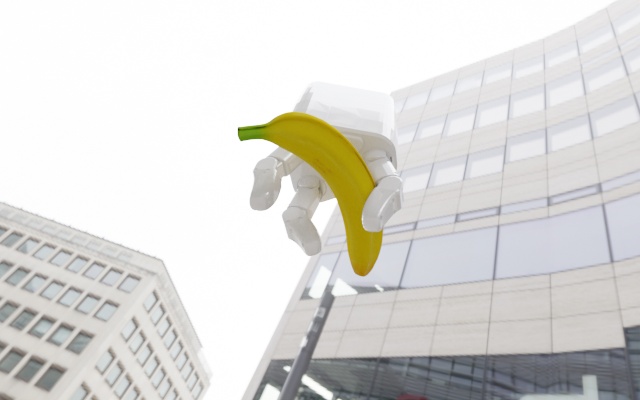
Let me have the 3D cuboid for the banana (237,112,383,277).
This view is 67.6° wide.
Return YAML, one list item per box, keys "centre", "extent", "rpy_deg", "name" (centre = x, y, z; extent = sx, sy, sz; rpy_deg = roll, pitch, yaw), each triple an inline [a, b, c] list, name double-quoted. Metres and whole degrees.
- centre: [0.014, -0.010, 0.419]
  extent: [0.069, 0.198, 0.037]
  rpy_deg: [-29, 32, 17]
  name: "banana"
